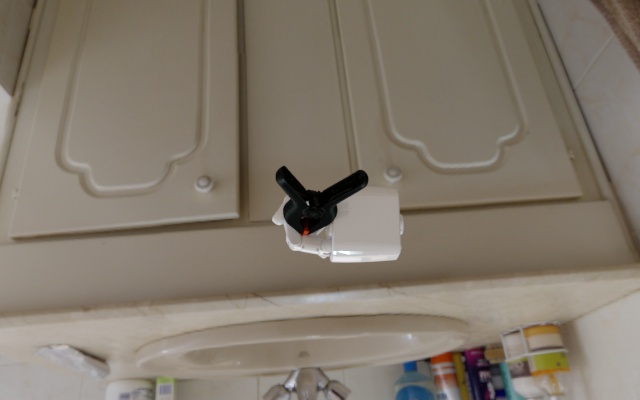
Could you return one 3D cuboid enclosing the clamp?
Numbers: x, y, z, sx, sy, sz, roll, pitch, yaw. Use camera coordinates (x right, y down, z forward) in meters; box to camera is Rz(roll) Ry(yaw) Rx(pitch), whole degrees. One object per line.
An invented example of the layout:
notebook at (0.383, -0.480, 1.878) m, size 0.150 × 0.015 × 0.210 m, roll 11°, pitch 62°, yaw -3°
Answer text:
clamp at (0.000, 0.003, 0.670) m, size 0.120 × 0.039 × 0.171 m, roll 3°, pitch -26°, yaw -1°
